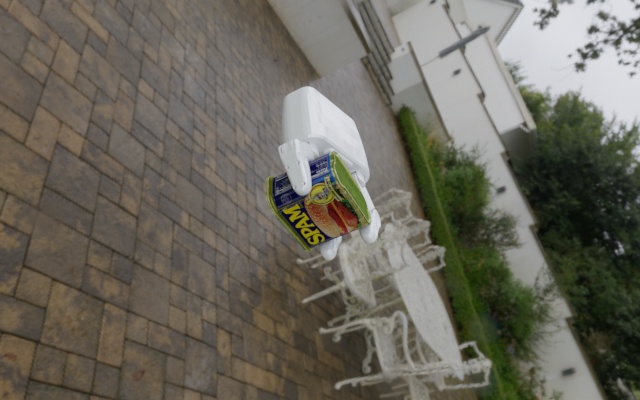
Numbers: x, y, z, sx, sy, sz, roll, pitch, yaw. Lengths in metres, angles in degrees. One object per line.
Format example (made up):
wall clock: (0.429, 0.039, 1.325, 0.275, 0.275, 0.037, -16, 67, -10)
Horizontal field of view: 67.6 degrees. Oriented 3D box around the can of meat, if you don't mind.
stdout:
can of meat: (0.000, 0.002, 0.541, 0.084, 0.057, 0.102, -23, -49, 16)
